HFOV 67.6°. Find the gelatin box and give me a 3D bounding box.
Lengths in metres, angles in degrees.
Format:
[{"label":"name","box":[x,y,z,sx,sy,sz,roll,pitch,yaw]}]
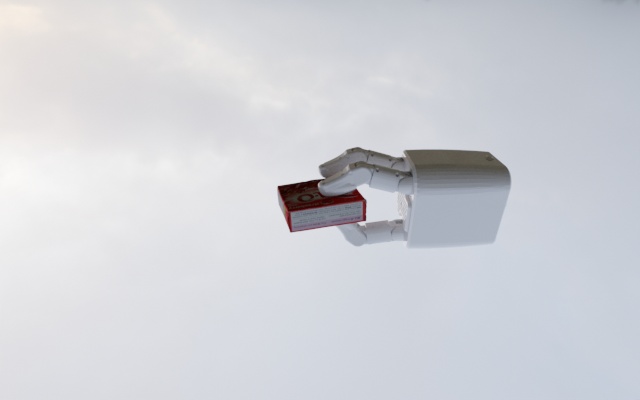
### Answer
[{"label":"gelatin box","box":[0.000,0.002,0.544,0.089,0.030,0.073,-9,26,-11]}]
